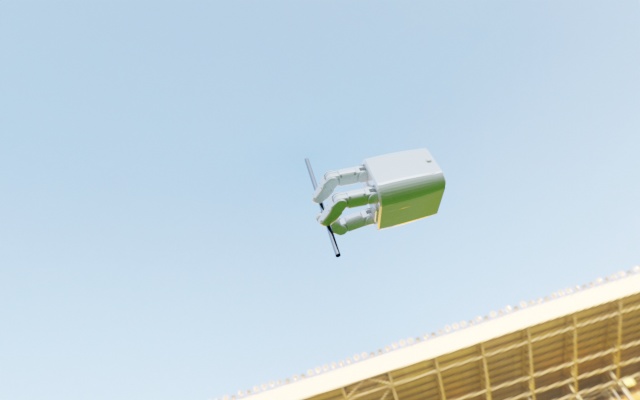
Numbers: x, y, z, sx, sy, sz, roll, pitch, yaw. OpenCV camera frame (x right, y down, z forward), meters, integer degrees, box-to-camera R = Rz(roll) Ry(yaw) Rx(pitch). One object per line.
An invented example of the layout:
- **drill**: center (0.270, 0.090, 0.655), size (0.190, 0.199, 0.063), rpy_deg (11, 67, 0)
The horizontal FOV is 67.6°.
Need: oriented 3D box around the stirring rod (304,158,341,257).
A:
- **stirring rod**: center (0.000, 0.003, 0.774), size (0.011, 0.011, 0.239), rpy_deg (0, 39, -16)
